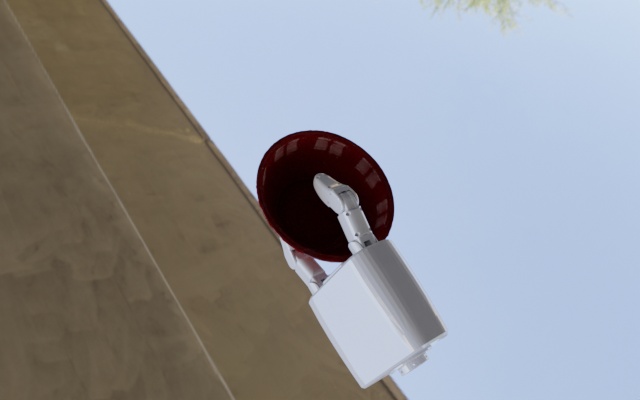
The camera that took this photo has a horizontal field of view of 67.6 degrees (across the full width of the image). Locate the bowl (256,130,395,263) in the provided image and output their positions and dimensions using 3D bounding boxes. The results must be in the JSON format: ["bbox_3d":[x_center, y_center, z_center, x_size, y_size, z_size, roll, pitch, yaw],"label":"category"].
[{"bbox_3d":[0.000,0.001,0.541,0.162,0.162,0.055,0,-26,-23],"label":"bowl"}]
